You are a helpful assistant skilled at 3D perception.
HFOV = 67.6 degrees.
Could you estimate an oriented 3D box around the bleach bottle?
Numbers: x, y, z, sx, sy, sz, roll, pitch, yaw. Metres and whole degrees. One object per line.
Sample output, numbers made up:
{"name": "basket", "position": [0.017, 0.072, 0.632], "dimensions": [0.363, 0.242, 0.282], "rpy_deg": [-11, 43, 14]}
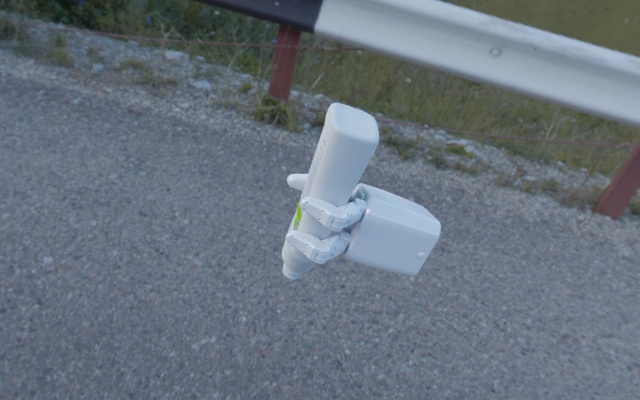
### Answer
{"name": "bleach bottle", "position": [0.000, 0.002, 0.651], "dimensions": [0.068, 0.251, 0.102], "rpy_deg": [18, 30, -9]}
